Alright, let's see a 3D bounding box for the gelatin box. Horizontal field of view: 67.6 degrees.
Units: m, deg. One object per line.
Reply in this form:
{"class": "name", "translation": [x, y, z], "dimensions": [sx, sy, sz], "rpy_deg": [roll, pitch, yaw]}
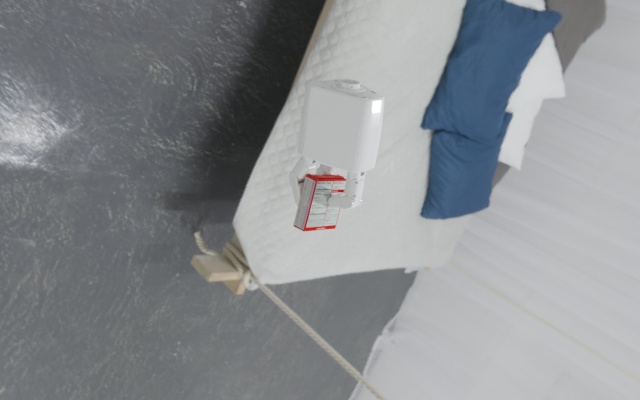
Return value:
{"class": "gelatin box", "translation": [0.000, 0.003, 0.760], "dimensions": [0.030, 0.089, 0.073], "rpy_deg": [26, 19, 40]}
